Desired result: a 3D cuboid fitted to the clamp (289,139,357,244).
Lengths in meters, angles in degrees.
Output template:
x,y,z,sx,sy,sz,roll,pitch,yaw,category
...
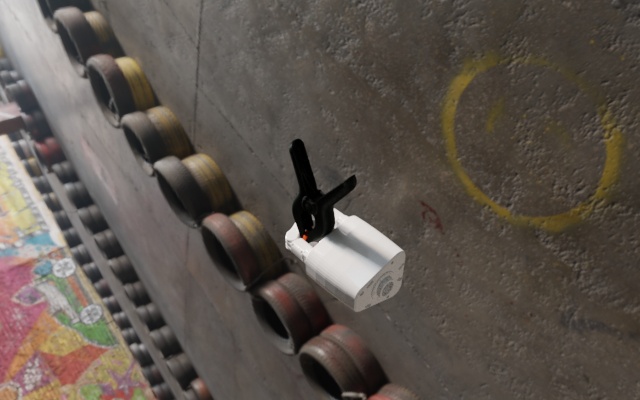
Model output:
x,y,z,sx,sy,sz,roll,pitch,yaw,category
0.000,0.003,0.709,0.039,0.172,0.120,-28,45,-32,clamp
